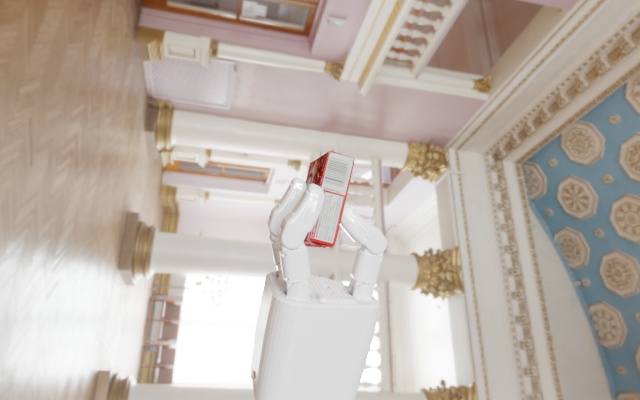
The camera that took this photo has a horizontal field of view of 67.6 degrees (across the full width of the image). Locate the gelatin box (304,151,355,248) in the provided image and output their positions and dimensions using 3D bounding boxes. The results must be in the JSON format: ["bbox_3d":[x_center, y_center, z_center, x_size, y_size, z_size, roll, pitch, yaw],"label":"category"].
[{"bbox_3d":[0.001,0.001,0.472,0.030,0.089,0.073,16,-8,-13],"label":"gelatin box"}]
